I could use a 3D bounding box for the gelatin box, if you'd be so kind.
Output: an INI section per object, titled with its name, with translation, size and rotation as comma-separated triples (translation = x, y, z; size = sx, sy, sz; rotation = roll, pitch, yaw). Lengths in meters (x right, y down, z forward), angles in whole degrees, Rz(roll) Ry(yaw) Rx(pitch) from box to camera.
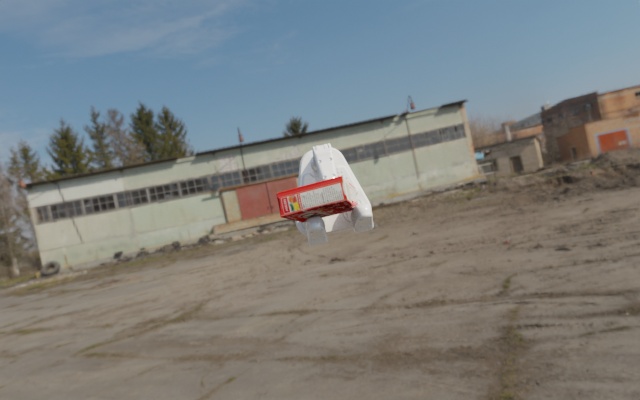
[gelatin box]
translation = 0.000, 0.001, 0.528
size = 0.073, 0.030, 0.089
rotation = -14, -9, 11
